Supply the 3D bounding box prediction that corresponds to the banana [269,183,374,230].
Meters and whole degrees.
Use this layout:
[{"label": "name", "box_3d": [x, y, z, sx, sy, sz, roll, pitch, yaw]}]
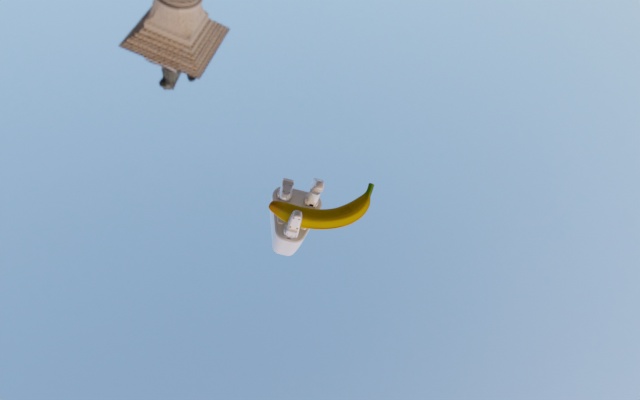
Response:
[{"label": "banana", "box_3d": [0.007, 0.020, 0.869, 0.198, 0.069, 0.037, -10, -14, -10]}]
